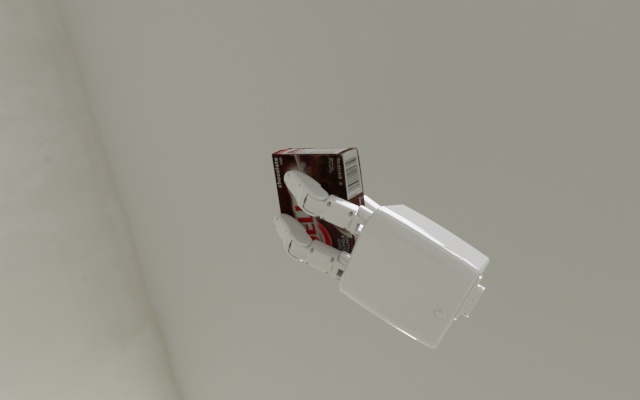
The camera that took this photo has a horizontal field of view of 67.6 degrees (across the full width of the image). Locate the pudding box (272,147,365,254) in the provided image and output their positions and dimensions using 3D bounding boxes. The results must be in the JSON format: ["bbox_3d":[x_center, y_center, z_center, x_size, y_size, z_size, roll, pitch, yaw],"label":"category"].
[{"bbox_3d":[0.000,0.002,0.502,0.090,0.113,0.039,3,17,34],"label":"pudding box"}]
